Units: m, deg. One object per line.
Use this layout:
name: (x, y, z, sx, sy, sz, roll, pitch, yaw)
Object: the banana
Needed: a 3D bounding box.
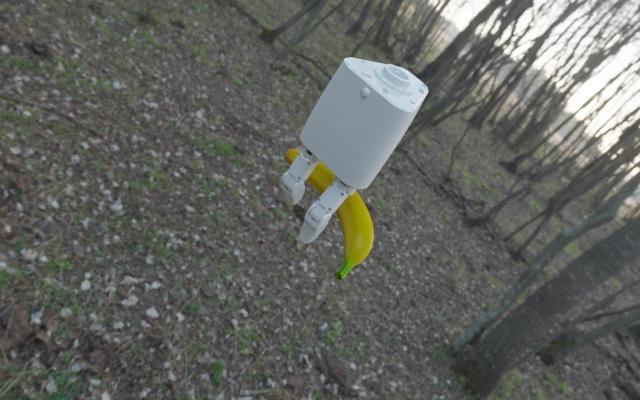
banana: (0.018, 0.003, 0.597, 0.069, 0.197, 0.037, -7, -37, -26)
